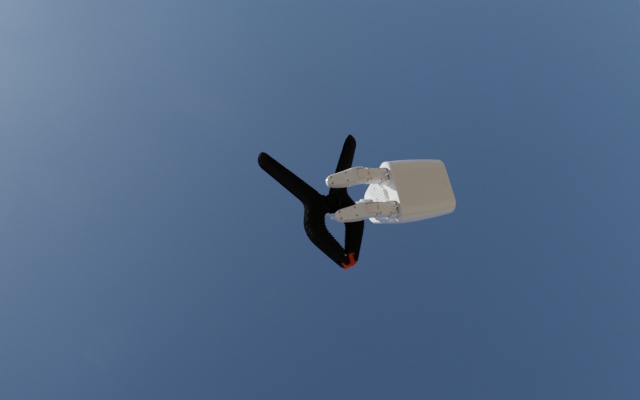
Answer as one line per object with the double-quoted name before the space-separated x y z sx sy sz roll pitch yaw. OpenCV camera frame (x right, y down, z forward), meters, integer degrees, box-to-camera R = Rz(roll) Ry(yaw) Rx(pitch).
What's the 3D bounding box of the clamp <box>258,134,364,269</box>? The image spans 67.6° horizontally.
"clamp" 0.000 0.003 0.720 0.164 0.210 0.036 -8 -16 -20
